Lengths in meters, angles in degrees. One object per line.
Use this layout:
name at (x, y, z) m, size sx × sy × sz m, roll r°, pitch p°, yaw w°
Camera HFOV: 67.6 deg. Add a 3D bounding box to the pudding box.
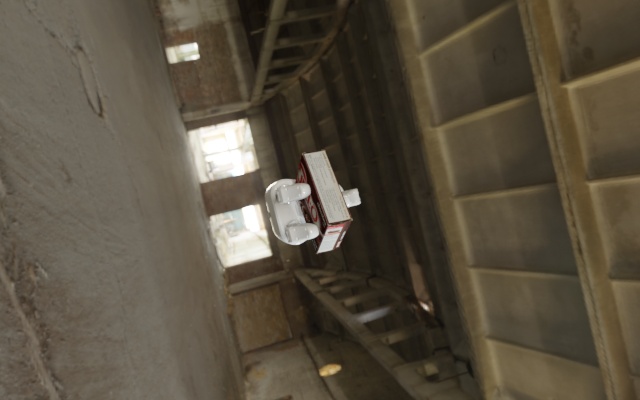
pudding box at (0.000, 0.002, 0.646) m, size 0.039 × 0.113 × 0.090 m, roll -14°, pitch -26°, yaw -17°
